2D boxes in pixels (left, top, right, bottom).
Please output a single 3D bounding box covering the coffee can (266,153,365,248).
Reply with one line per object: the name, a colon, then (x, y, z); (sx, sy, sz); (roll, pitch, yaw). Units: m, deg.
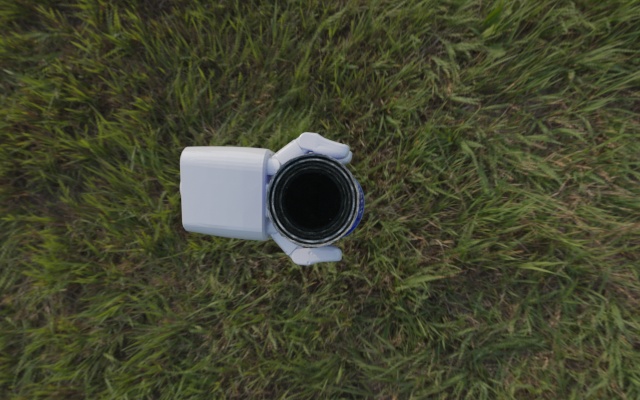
coffee can: (0.000, 0.002, 0.581); (0.103, 0.103, 0.140); (0, -2, 7)
